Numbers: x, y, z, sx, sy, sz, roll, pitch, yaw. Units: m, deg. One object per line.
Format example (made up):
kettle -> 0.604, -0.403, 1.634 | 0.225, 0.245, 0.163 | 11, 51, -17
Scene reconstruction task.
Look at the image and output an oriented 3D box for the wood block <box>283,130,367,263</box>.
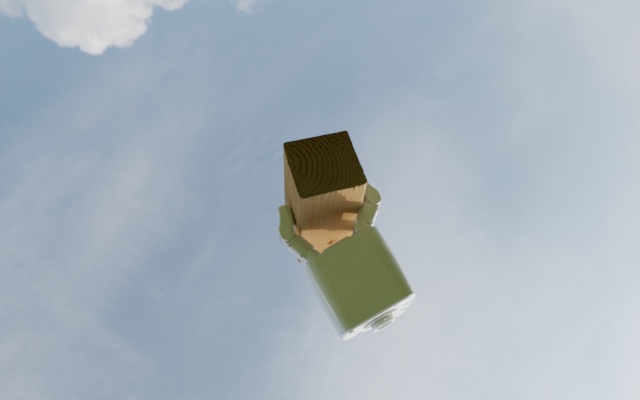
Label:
wood block -> 0.000, 0.003, 0.695 | 0.091, 0.090, 0.206 | -13, -28, -11
